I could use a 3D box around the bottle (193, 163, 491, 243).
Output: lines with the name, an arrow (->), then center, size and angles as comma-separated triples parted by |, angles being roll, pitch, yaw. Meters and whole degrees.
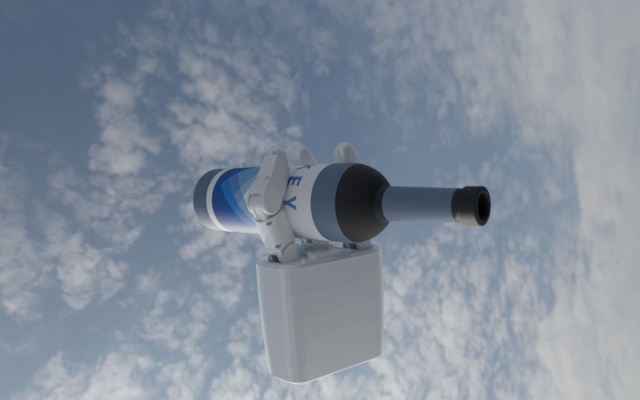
bottle -> 0.000, 0.001, 0.420 | 0.295, 0.069, 0.069 | 1, 1, 42
